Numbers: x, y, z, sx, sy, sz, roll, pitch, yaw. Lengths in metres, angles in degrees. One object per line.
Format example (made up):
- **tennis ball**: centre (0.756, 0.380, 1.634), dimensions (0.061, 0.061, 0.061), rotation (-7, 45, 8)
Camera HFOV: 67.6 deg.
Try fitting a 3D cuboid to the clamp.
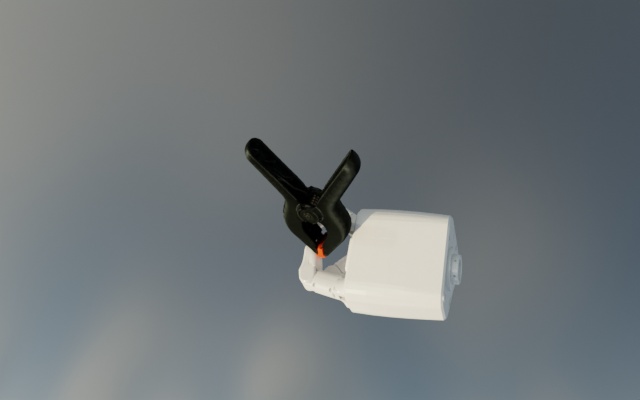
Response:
- **clamp**: centre (0.000, 0.002, 0.509), dimensions (0.120, 0.039, 0.172), rotation (9, -37, 31)
